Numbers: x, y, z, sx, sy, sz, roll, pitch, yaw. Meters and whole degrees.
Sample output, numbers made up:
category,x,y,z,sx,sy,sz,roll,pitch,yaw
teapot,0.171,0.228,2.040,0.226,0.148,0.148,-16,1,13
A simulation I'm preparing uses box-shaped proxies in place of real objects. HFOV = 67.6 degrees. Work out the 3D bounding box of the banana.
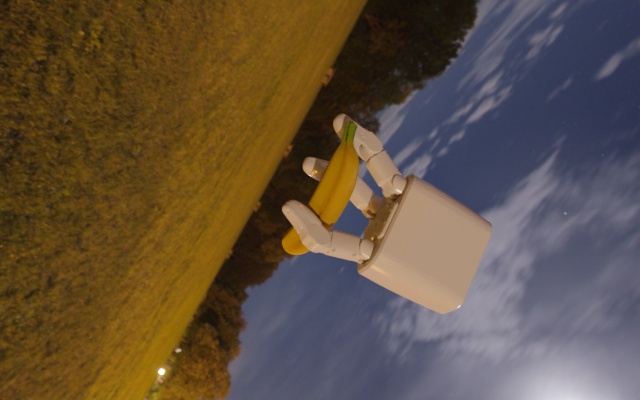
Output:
category,x,y,z,sx,sy,sz,roll,pitch,yaw
banana,-0.002,0.011,0.523,0.037,0.198,0.069,25,39,-8
